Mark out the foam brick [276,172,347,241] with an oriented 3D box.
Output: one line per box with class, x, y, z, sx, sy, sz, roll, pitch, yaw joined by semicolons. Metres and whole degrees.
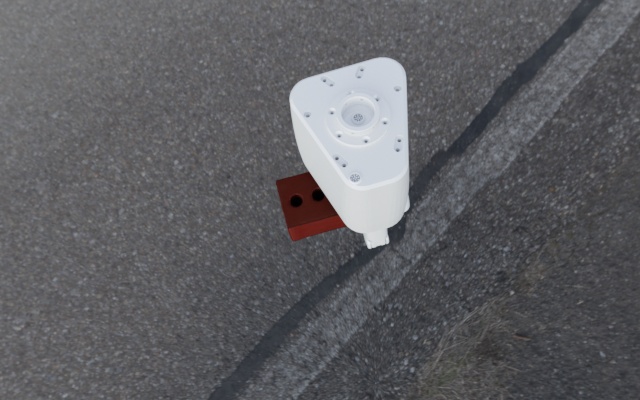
foam brick;0.000;0.002;0.479;0.078;0.053;0.051;-16;-19;0
